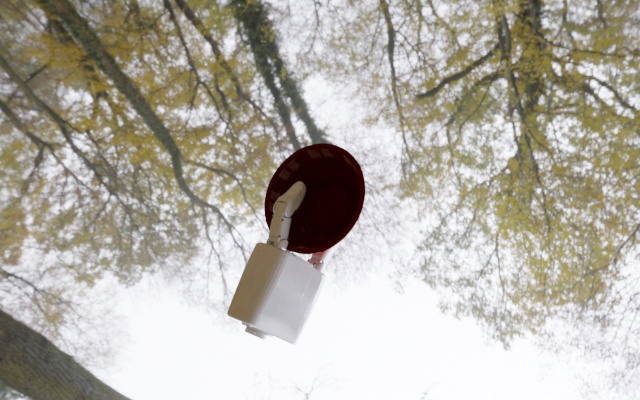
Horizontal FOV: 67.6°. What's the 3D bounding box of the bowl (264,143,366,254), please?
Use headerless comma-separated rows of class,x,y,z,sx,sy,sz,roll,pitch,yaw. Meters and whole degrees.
bowl,0.001,0.001,0.686,0.162,0.162,0.055,0,-15,30
